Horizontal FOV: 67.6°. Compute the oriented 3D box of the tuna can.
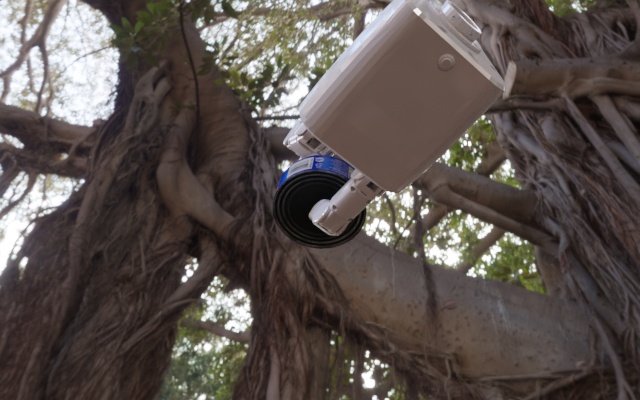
[{"bbox_3d":[0.000,0.001,0.445,0.086,0.086,0.033,0,33,6],"label":"tuna can"}]
